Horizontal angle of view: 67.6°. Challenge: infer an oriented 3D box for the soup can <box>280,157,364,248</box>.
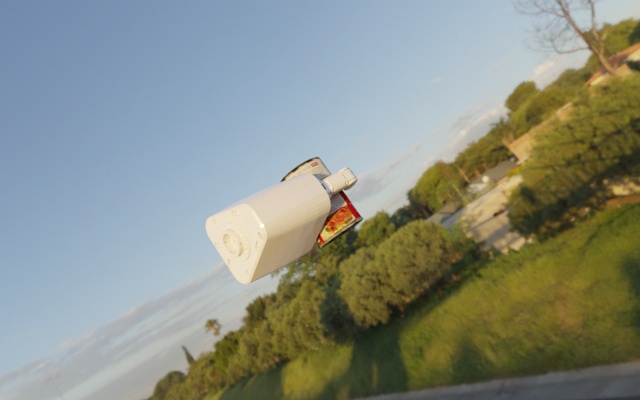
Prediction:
[{"bbox_3d":[0.000,0.002,0.633,0.068,0.102,0.068,-34,-8,-6],"label":"soup can"}]
